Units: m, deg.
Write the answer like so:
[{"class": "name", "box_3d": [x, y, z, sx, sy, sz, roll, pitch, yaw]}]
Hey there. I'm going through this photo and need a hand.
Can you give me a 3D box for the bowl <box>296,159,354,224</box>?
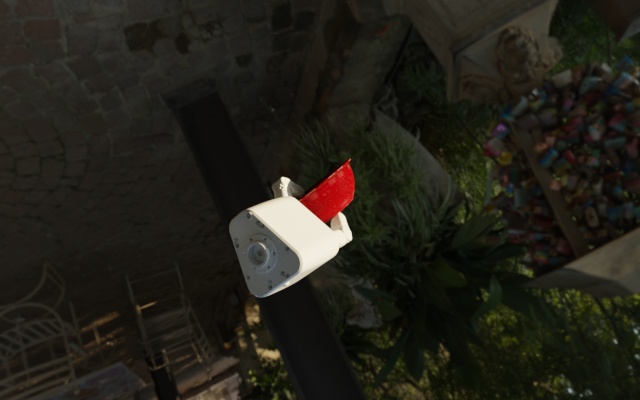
[{"class": "bowl", "box_3d": [0.001, 0.002, 0.771, 0.162, 0.055, 0.162, -38, 4, 3]}]
